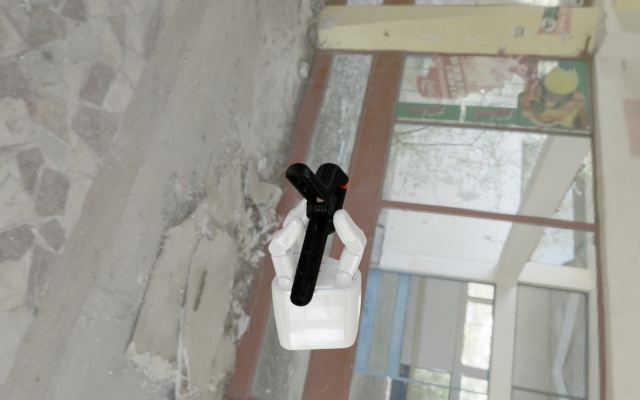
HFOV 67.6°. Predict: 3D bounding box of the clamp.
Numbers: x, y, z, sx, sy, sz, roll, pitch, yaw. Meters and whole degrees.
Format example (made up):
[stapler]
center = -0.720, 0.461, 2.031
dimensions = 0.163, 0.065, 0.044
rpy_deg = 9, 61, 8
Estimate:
[clamp]
center = 0.001, 0.002, 0.579
dimensions = 0.036, 0.165, 0.210
rpy_deg = 6, 29, 14
